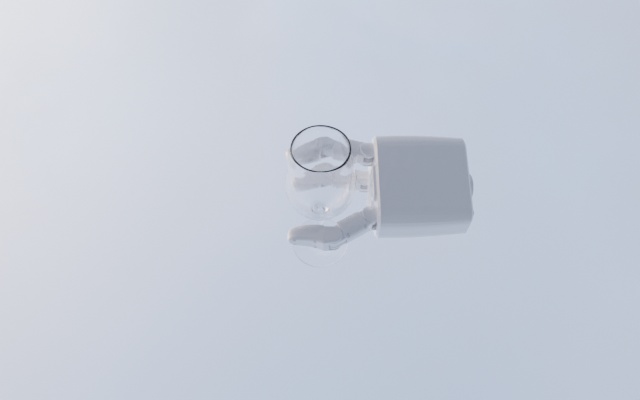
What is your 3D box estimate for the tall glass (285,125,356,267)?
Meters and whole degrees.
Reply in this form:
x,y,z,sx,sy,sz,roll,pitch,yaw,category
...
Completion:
x,y,z,sx,sy,sz,roll,pitch,yaw,category
0.000,0.002,0.558,0.079,0.079,0.201,0,-33,0,tall glass
